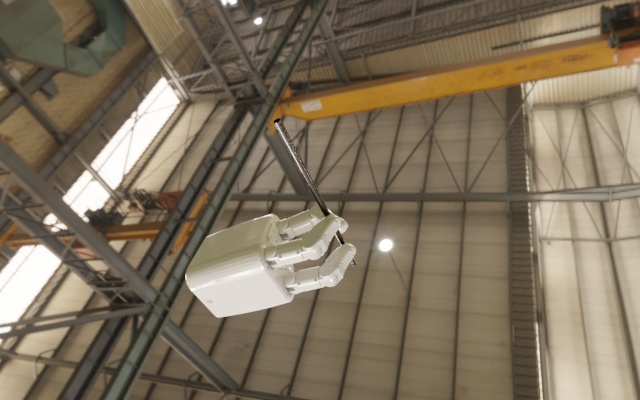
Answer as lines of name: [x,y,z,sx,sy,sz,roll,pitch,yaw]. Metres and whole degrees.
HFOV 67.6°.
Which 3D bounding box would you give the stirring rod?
stirring rod: [0.000,0.002,0.560,0.011,0.011,0.240,0,-44,30]
